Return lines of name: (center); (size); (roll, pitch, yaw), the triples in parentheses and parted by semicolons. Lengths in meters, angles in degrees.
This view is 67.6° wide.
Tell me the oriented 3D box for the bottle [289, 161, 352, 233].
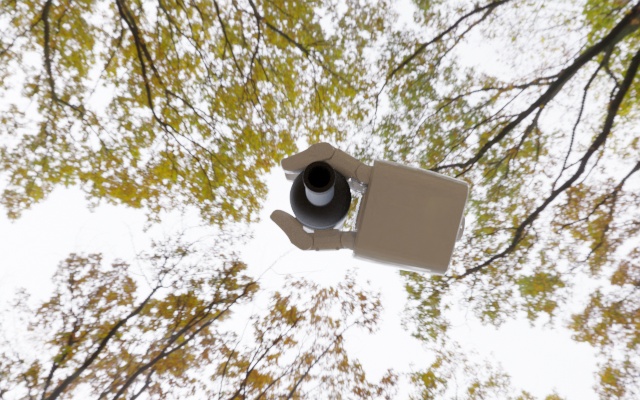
bottle: (0.000, 0.002, 0.542); (0.069, 0.069, 0.296); (0, -8, 0)
